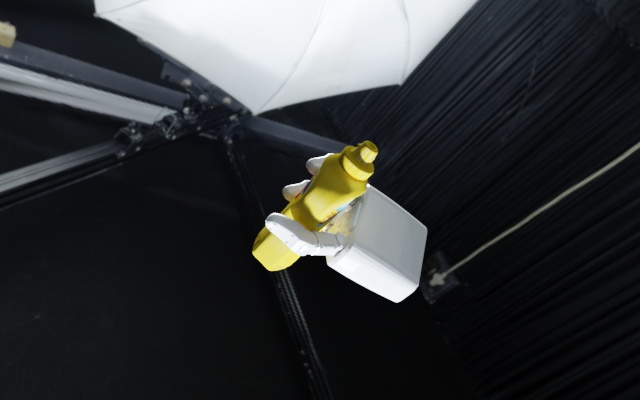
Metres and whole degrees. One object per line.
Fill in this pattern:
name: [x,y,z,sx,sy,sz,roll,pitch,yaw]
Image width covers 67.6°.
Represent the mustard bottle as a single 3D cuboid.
mustard bottle: [0.000,0.002,0.561,0.192,0.058,0.096,-46,-5,32]
